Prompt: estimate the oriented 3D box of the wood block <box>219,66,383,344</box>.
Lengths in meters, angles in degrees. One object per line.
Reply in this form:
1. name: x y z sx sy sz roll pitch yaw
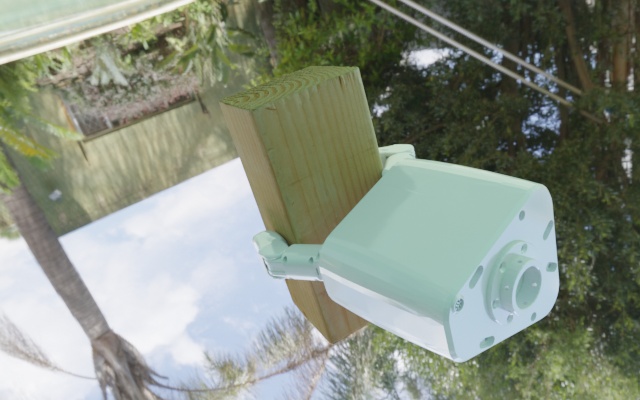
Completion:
1. wood block: 0.000 0.002 0.405 0.091 0.206 0.090 -25 25 -18
